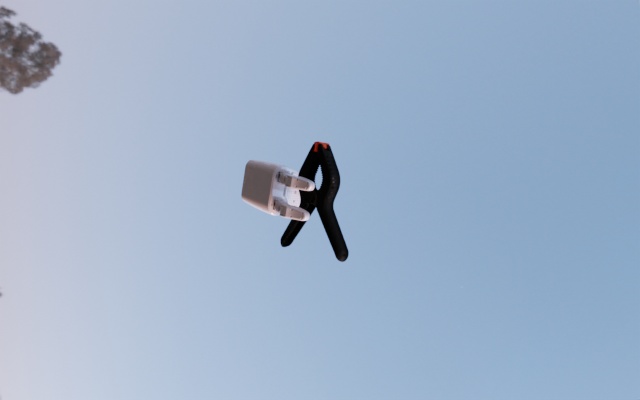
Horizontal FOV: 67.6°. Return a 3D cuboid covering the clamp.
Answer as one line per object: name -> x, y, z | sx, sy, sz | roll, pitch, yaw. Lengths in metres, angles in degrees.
clamp -> 0.001, 0.002, 0.852 | 0.164, 0.210, 0.036 | 17, 10, 43
